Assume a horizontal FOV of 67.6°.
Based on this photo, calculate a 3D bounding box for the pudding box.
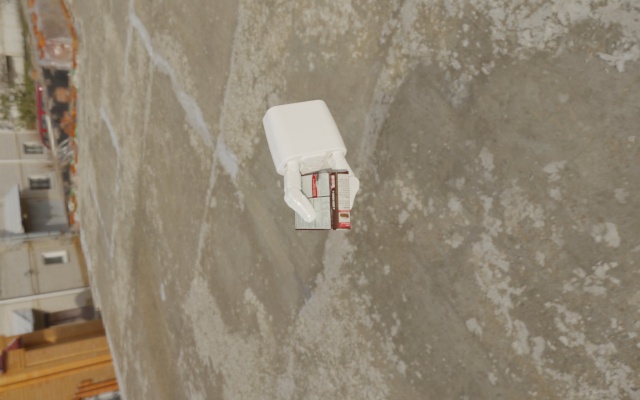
[{"bbox_3d":[0.000,0.002,0.747,0.039,0.090,0.113,-2,-1,-31],"label":"pudding box"}]
